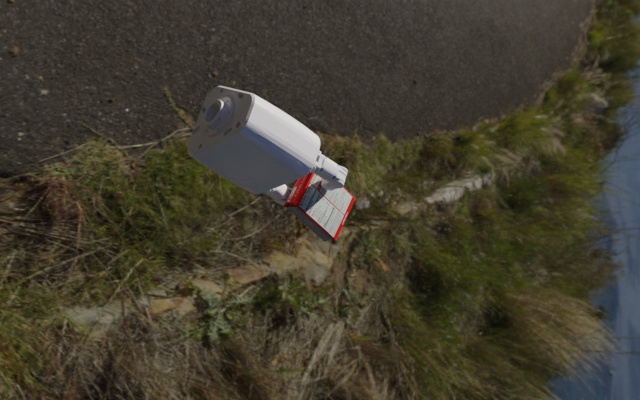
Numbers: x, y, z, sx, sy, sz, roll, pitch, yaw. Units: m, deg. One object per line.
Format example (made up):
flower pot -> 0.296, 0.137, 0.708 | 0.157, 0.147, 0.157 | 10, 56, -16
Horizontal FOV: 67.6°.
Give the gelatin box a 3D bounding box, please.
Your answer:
gelatin box -> 0.001, 0.002, 0.655 | 0.030, 0.073, 0.089 | -4, -38, 47
